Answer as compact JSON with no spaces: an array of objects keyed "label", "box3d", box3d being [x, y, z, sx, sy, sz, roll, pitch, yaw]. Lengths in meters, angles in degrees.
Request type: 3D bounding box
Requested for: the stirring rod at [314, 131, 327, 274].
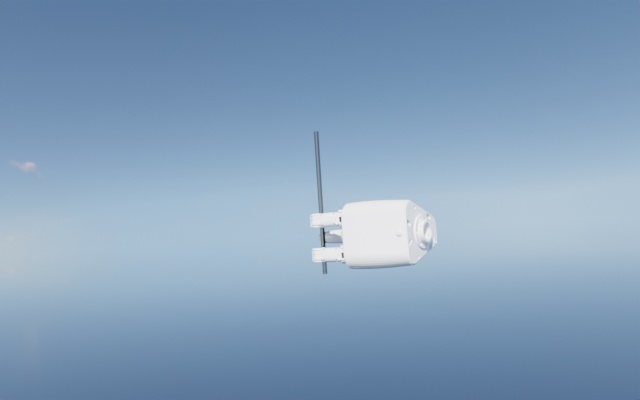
[{"label":"stirring rod","box3d":[0.000,0.003,0.803,0.011,0.239,0.011,-4,-4,0]}]
